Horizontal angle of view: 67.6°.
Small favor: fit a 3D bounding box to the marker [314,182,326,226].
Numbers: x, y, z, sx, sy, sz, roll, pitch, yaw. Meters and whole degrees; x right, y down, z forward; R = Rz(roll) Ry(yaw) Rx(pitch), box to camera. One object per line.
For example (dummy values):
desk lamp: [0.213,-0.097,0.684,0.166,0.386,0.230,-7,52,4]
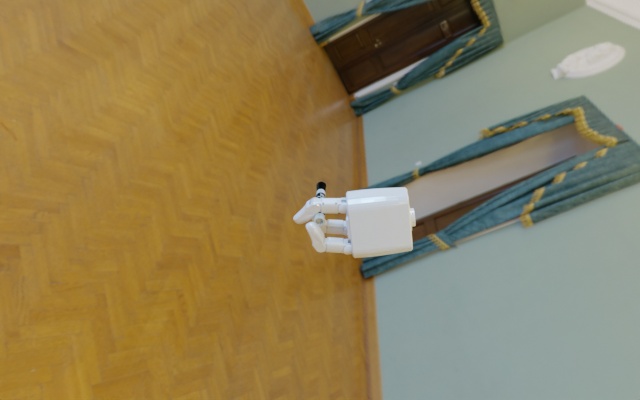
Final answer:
marker: [0.000,0.003,0.871,0.020,0.020,0.121,0,35,2]
